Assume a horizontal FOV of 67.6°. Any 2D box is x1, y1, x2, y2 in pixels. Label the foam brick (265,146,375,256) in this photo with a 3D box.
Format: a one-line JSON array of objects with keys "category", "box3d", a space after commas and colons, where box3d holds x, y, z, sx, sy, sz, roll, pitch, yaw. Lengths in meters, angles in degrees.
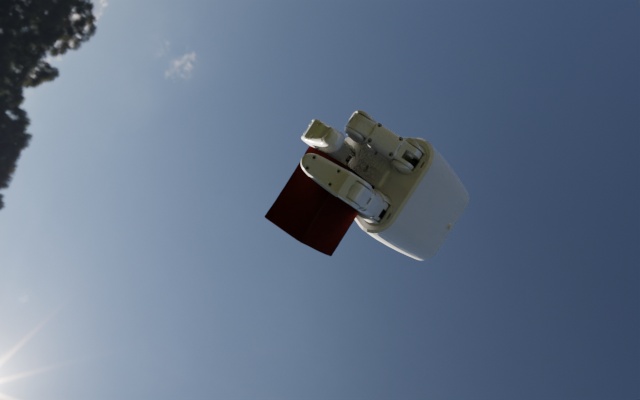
[{"category": "foam brick", "box3d": [0.000, 0.002, 0.430, 0.053, 0.078, 0.051, 33, 0, 39]}]
